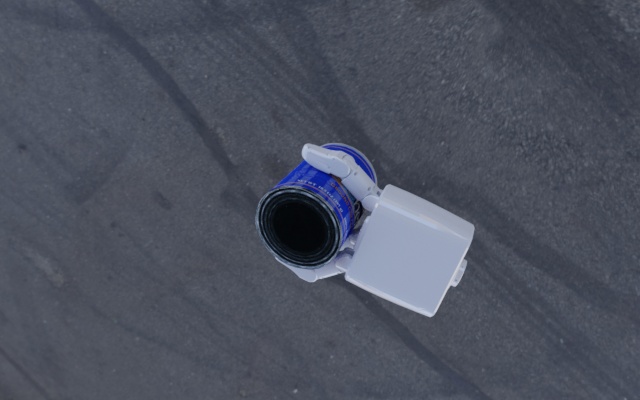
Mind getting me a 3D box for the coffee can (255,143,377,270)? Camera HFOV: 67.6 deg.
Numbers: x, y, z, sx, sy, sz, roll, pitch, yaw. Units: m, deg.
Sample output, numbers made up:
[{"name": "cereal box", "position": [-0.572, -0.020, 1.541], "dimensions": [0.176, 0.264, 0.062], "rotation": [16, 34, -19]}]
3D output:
[{"name": "coffee can", "position": [0.000, 0.002, 0.571], "dimensions": [0.103, 0.103, 0.140], "rotation": [0, 25, 23]}]
